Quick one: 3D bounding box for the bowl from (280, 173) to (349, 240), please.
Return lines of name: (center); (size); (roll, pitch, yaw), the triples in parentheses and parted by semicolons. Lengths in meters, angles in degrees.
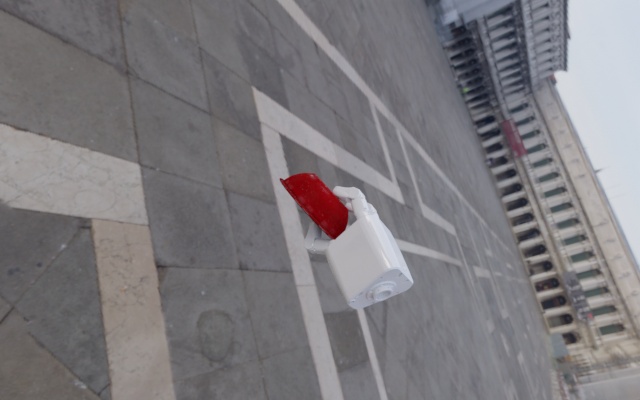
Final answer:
bowl: (0.000, 0.002, 0.858); (0.055, 0.162, 0.162); (-43, -2, 2)
